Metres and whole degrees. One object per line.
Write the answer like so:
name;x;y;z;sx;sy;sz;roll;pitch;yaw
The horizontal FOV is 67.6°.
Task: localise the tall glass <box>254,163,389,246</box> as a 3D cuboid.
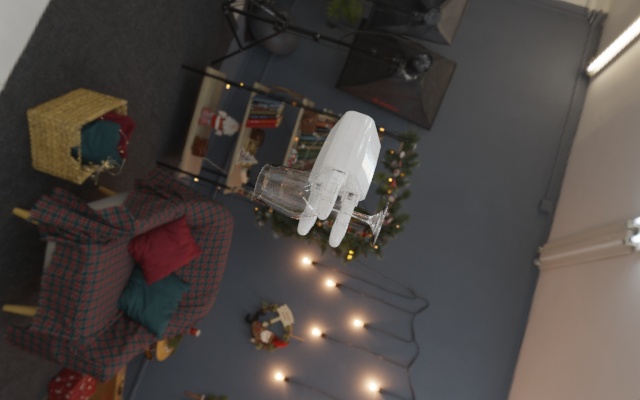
tall glass;0.001;0.003;0.747;0.201;0.079;0.079;19;2;5
